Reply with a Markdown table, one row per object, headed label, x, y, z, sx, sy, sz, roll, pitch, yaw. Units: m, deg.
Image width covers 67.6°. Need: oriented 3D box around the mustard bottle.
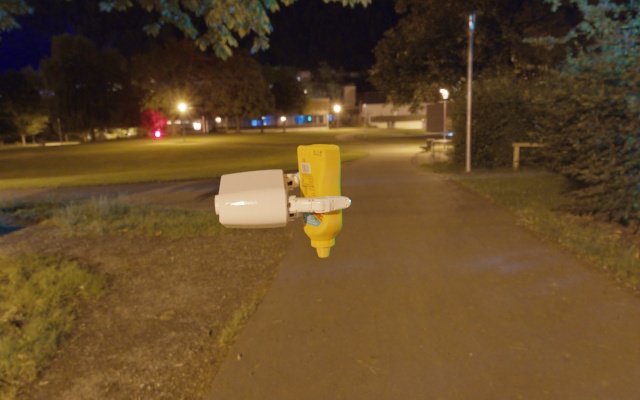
| label | x | y | z | sx | sy | sz | roll | pitch | yaw |
| --- | --- | --- | --- | --- | --- | --- | --- | --- | --- |
| mustard bottle | 0.000 | 0.002 | 0.809 | 0.058 | 0.191 | 0.096 | -8 | 11 | -29 |
